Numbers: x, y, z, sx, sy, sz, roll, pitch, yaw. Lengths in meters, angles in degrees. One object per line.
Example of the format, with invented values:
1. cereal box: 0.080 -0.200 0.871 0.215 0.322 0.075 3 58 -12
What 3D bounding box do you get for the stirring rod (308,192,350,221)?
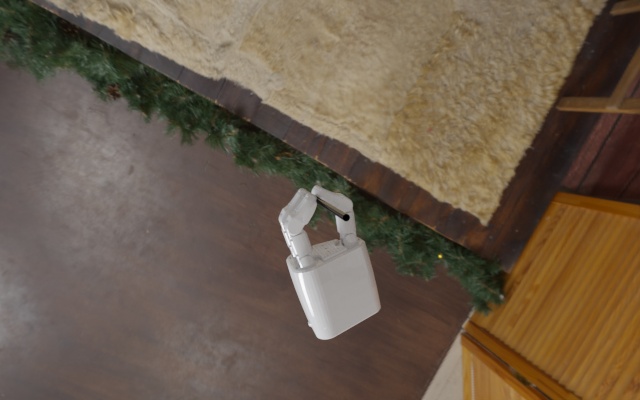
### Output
1. stirring rod: 0.000 0.002 0.614 0.011 0.011 0.239 0 8 -13
